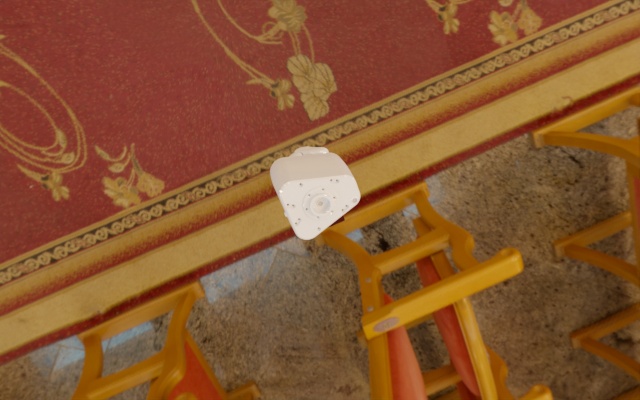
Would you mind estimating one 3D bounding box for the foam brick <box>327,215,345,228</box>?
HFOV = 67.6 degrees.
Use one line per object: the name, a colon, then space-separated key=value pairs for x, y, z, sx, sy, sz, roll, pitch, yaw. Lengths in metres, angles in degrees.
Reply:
foam brick: x=0.000 y=0.003 z=0.790 sx=0.053 sy=0.078 sz=0.051 roll=-23 pitch=23 yaw=-2
